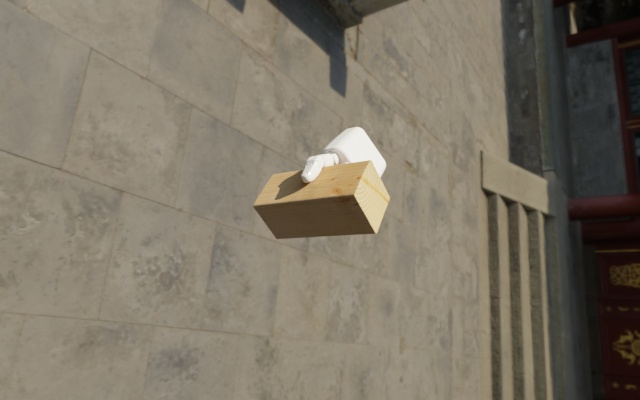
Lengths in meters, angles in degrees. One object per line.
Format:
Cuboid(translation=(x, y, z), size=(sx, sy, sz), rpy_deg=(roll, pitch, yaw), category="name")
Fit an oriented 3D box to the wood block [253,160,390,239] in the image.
Cuboid(translation=(0.000, 0.002, 0.828), size=(0.206, 0.091, 0.090), rpy_deg=(-6, 40, 34), category="wood block")
